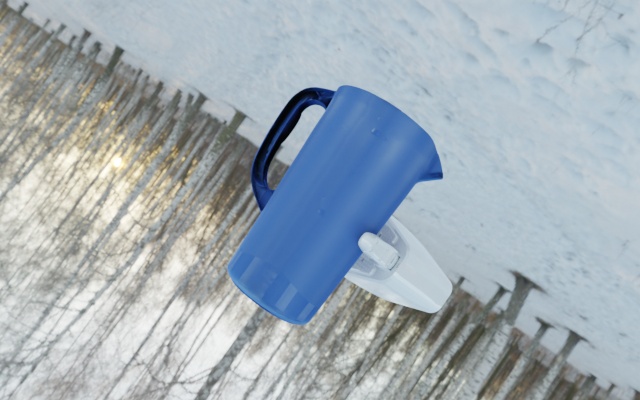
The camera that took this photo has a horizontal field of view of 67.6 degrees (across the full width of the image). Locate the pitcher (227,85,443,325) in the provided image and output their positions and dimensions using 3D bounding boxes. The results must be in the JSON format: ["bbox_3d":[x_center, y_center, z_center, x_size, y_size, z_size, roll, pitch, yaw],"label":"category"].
[{"bbox_3d":[0.000,0.002,0.523,0.145,0.243,0.149,37,-3,-35],"label":"pitcher"}]
